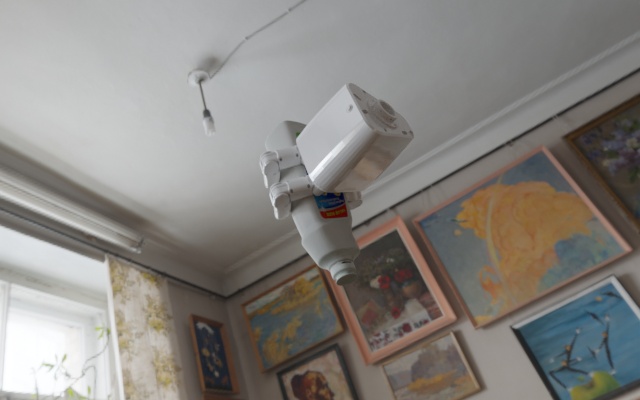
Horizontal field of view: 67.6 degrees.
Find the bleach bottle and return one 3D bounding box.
[{"bbox_3d":[0.000,0.002,0.657,0.102,0.250,0.068,14,-48,-41],"label":"bleach bottle"}]
